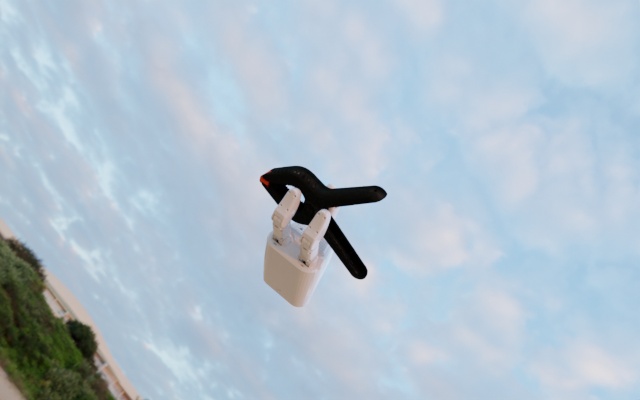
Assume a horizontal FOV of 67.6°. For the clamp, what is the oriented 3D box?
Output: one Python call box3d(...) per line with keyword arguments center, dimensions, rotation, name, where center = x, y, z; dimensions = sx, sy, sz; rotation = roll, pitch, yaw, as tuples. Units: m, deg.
box3d(center=(0.000, 0.002, 0.679), dimensions=(0.210, 0.165, 0.036), rotation=(36, 46, 20), name="clamp")
